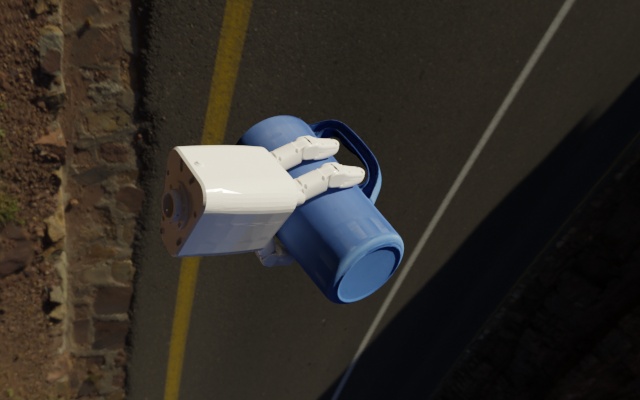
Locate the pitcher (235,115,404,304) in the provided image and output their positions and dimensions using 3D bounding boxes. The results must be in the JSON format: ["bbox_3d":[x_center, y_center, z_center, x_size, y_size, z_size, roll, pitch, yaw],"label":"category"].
[{"bbox_3d":[0.000,0.002,0.603,0.145,0.149,0.242,-1,39,-41],"label":"pitcher"}]
